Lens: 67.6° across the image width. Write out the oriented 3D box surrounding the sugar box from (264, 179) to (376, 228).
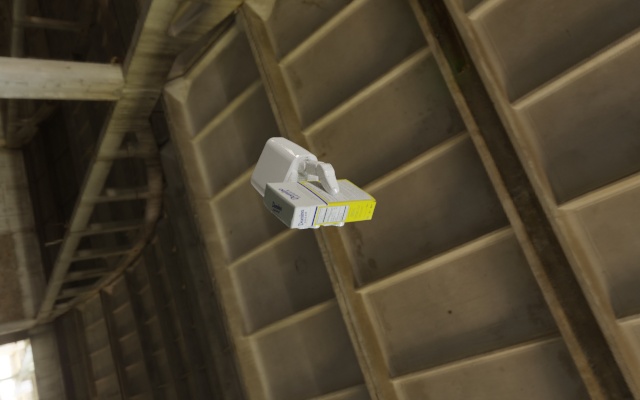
[{"bbox_3d":[0.000,0.003,0.817,0.176,0.048,0.093,-7,30,-37],"label":"sugar box"}]
